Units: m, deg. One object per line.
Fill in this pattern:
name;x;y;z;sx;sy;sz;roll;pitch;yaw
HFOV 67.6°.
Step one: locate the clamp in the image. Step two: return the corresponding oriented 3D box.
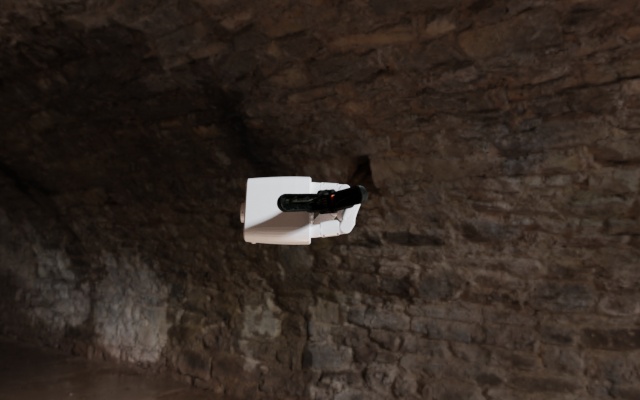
clamp;0.000;0.002;0.698;0.120;0.039;0.171;0;-6;-1
